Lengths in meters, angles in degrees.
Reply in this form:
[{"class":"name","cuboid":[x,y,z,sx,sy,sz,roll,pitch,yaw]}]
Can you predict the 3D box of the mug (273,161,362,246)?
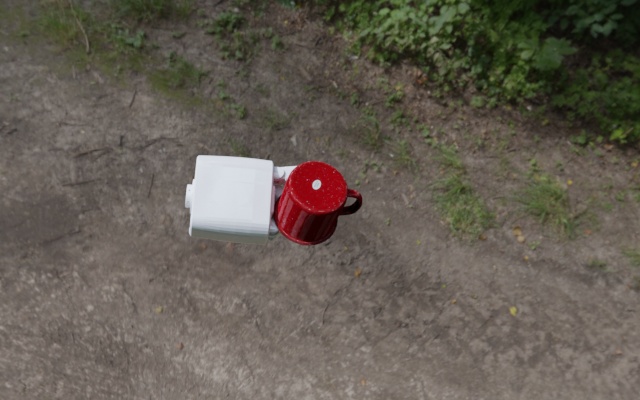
[{"class":"mug","cuboid":[0.002,0.002,0.641,0.117,0.093,0.081,4,-31,-14]}]
